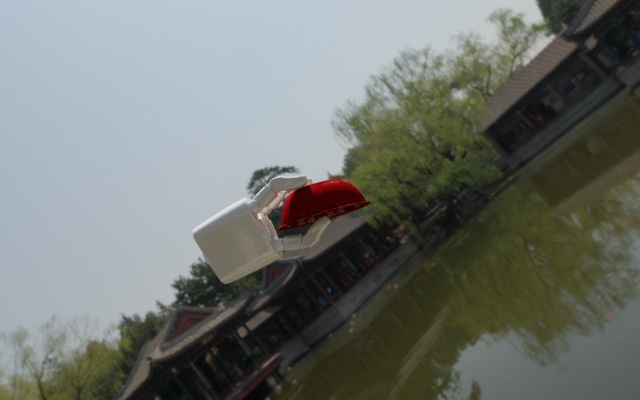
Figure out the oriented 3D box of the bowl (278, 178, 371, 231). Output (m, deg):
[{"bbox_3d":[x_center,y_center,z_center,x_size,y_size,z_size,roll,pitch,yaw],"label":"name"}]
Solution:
[{"bbox_3d":[0.001,0.002,0.798,0.162,0.055,0.162,-16,-6,-2],"label":"bowl"}]
